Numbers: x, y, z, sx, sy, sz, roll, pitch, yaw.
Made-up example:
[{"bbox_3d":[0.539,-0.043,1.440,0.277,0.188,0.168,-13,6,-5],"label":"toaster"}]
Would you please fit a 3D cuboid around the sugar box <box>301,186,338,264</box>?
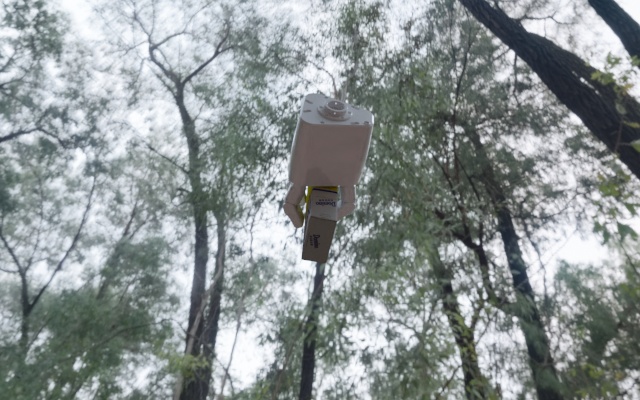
[{"bbox_3d":[0.000,0.002,0.753,0.048,0.093,0.176,10,40,-3],"label":"sugar box"}]
